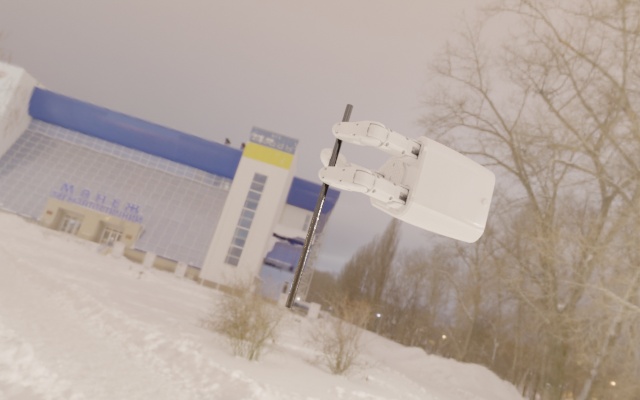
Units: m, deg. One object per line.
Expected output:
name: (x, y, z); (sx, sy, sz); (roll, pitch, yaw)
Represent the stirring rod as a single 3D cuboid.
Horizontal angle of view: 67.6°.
stirring rod: (0.000, 0.002, 0.533); (0.011, 0.239, 0.011); (16, -12, 4)
